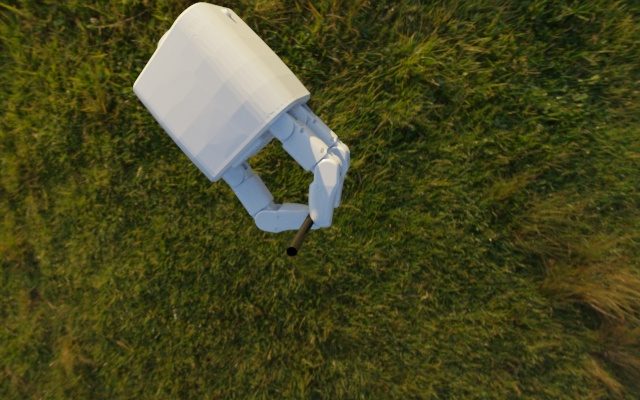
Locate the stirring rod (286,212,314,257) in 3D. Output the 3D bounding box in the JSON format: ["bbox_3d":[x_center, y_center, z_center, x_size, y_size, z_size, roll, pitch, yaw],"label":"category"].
[{"bbox_3d":[0.000,0.001,0.449,0.011,0.011,0.239,0,17,10],"label":"stirring rod"}]
